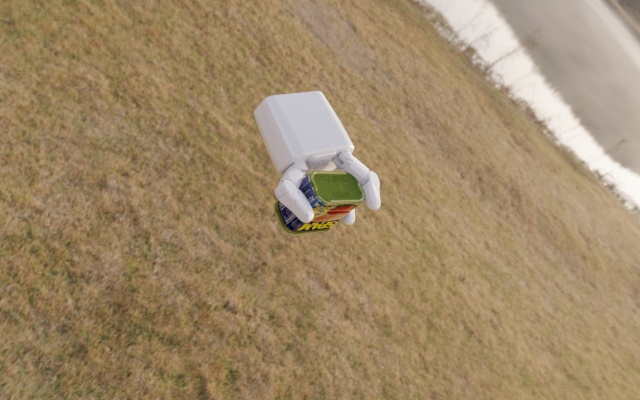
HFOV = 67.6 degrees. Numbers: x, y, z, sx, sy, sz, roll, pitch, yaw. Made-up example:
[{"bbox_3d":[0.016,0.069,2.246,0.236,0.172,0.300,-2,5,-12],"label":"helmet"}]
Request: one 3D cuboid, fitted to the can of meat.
[{"bbox_3d":[0.000,0.002,0.666,0.102,0.057,0.084,-2,-30,-46],"label":"can of meat"}]
